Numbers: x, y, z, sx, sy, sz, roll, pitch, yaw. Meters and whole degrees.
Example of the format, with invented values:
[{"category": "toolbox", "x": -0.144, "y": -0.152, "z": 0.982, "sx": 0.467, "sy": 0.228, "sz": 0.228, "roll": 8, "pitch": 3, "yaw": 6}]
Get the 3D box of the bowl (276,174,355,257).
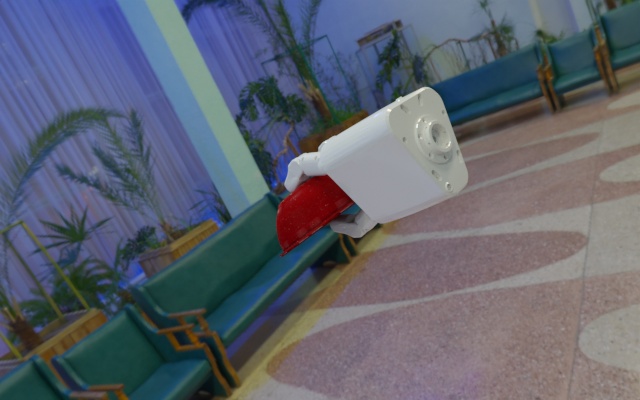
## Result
[{"category": "bowl", "x": -0.001, "y": 0.002, "z": 0.599, "sx": 0.162, "sy": 0.055, "sz": 0.162, "roll": -37, "pitch": -3, "yaw": -2}]
